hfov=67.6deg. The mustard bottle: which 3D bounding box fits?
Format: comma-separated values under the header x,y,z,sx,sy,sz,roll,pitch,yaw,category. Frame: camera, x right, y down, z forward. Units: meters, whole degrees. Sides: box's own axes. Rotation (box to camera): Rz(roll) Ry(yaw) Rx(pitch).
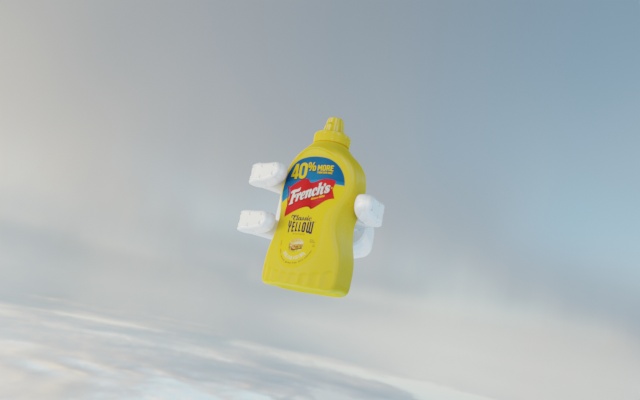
x,y,z,sx,sy,sz,roll,pitch,yaw,category
0.000,0.002,0.510,0.096,0.191,0.058,0,-18,37,mustard bottle
